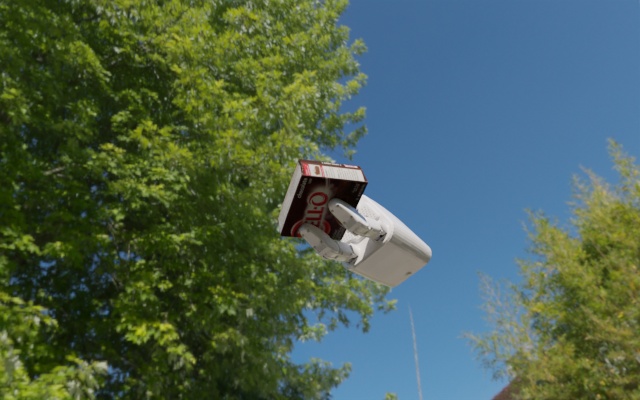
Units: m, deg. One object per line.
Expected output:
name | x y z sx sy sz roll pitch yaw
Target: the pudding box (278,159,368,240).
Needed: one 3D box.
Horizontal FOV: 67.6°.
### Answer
pudding box | 0.000 0.002 0.633 0.090 0.114 0.039 5 40 -20
